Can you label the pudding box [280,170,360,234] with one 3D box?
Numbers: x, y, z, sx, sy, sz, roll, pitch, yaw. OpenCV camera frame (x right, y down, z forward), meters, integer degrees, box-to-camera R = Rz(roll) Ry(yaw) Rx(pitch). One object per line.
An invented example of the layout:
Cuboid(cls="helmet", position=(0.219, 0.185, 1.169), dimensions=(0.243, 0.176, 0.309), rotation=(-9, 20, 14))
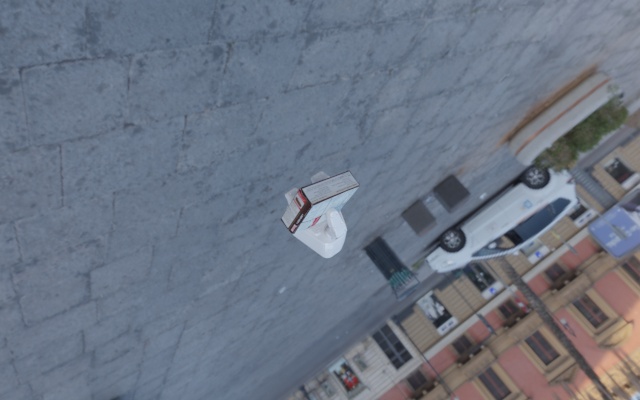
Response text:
Cuboid(cls="pudding box", position=(0.000, 0.003, 0.784), dimensions=(0.113, 0.039, 0.090), rotation=(-24, -22, -39))
